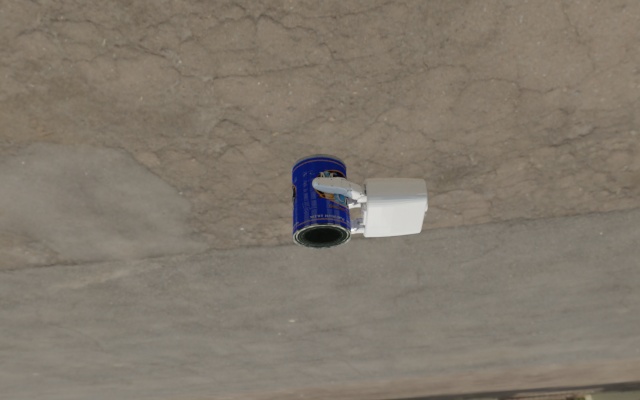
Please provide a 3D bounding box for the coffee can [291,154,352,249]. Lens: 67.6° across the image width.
[{"bbox_3d":[0.000,0.003,0.855,0.103,0.140,0.103,-2,-28,-1],"label":"coffee can"}]
